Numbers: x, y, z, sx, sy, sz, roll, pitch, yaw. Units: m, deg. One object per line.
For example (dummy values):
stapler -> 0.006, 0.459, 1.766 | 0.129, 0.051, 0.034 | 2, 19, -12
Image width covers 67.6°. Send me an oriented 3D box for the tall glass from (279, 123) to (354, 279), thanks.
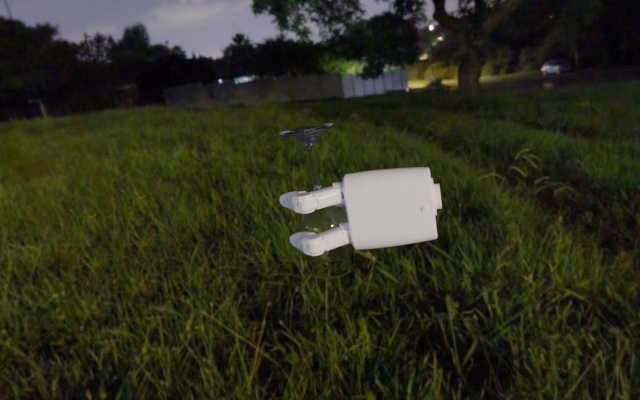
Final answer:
tall glass -> 0.000, 0.001, 0.644 | 0.079, 0.201, 0.079 | -10, 14, 2
